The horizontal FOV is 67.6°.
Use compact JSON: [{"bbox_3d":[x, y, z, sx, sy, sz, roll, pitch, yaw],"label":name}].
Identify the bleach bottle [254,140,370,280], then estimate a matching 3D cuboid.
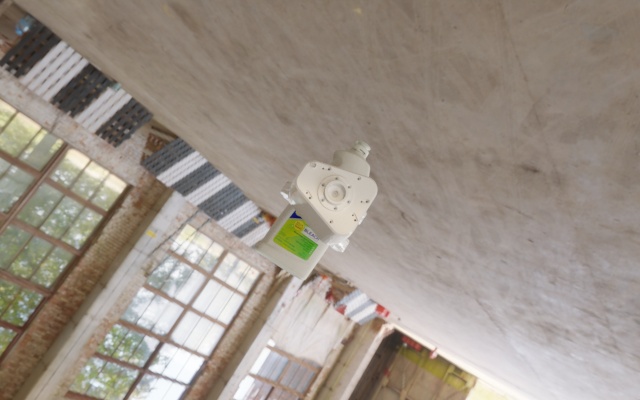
[{"bbox_3d":[0.000,0.003,0.797,0.102,0.250,0.068,33,-12,-1],"label":"bleach bottle"}]
